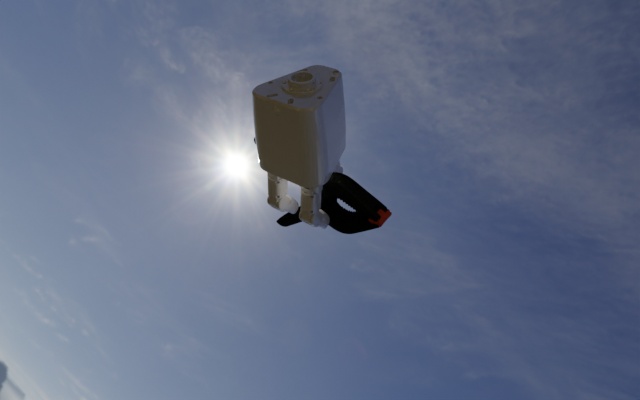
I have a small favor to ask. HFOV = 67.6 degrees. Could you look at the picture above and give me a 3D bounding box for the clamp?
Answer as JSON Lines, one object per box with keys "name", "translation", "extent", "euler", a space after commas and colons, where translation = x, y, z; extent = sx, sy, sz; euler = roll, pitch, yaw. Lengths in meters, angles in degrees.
{"name": "clamp", "translation": [0.001, 0.002, 0.665], "extent": [0.210, 0.165, 0.036], "euler": [24, 50, 28]}
